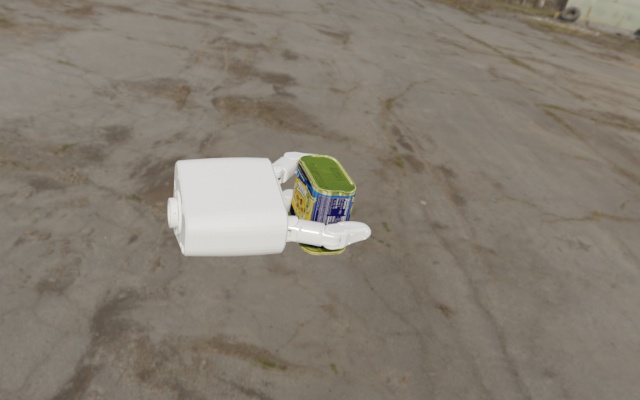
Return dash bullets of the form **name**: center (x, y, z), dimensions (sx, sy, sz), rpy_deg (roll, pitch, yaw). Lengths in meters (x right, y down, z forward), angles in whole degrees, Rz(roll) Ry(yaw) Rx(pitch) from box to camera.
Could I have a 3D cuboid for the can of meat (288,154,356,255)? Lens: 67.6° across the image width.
- **can of meat**: center (0.000, 0.002, 0.576), dimensions (0.057, 0.084, 0.102), rpy_deg (0, 30, -20)
